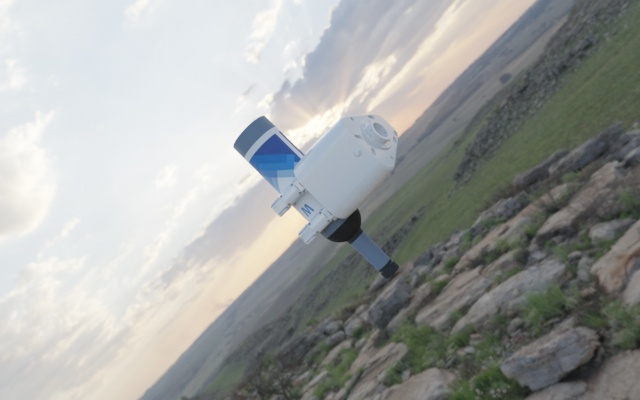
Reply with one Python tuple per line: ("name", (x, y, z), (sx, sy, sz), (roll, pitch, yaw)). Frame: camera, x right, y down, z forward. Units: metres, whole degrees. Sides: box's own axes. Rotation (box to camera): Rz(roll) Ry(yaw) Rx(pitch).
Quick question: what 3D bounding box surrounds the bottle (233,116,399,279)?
("bottle", (0.000, 0.002, 0.698), (0.295, 0.069, 0.069), (44, -1, 1))
